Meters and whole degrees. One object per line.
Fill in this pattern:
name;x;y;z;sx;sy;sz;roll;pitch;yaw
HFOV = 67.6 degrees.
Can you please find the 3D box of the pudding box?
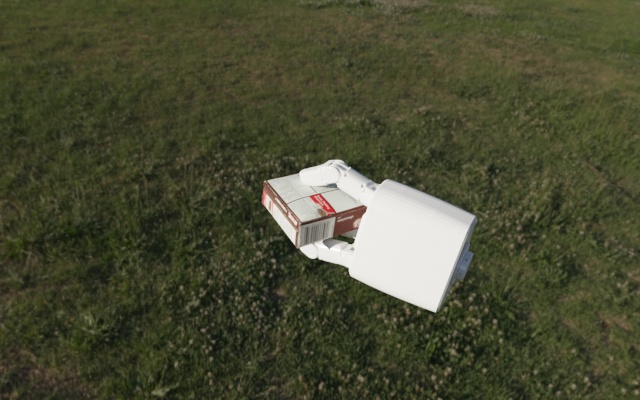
pudding box;0.000;0.002;0.569;0.113;0.039;0.090;-14;42;-30
